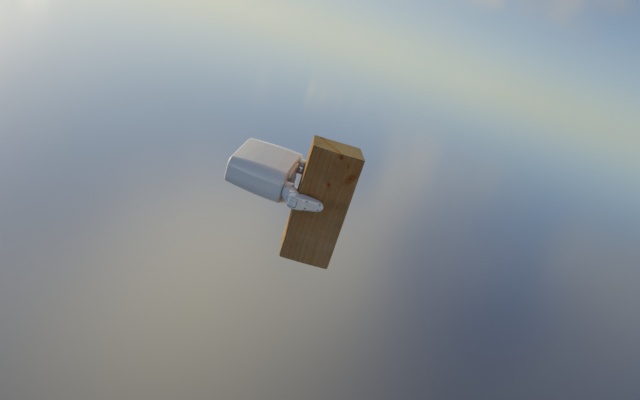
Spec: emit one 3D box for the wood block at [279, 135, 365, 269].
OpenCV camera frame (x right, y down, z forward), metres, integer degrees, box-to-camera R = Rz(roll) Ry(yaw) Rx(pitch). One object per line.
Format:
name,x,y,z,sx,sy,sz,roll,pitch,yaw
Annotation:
wood block,0.000,0.003,0.841,0.090,0.206,0.090,16,19,-5
